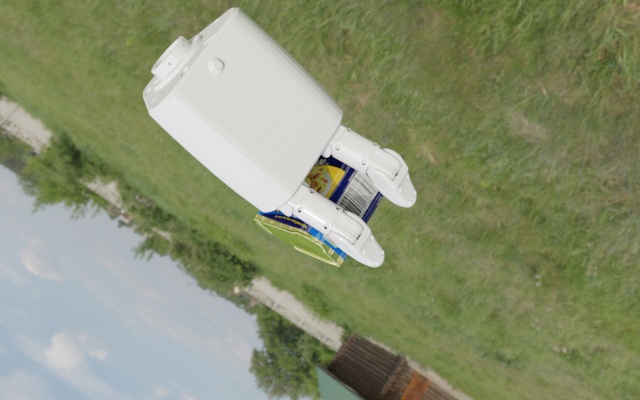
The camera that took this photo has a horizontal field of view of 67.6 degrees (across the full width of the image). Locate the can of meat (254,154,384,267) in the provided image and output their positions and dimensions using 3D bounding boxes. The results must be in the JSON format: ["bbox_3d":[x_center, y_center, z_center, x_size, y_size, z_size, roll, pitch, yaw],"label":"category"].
[{"bbox_3d":[0.000,0.002,0.412,0.057,0.084,0.102,42,-17,-33],"label":"can of meat"}]
